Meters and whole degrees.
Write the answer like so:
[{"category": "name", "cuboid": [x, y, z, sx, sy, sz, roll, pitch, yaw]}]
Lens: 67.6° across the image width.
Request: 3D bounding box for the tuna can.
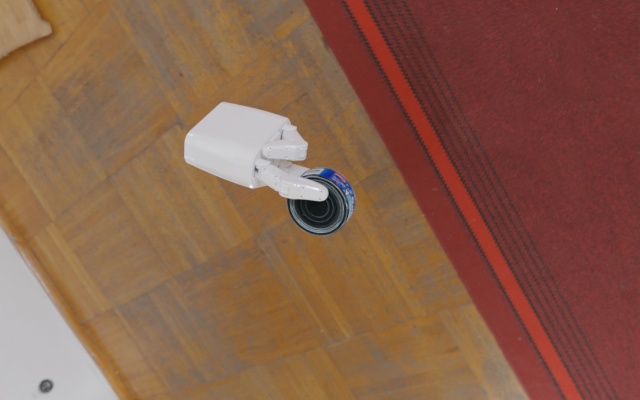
[{"category": "tuna can", "cuboid": [0.000, 0.002, 0.618, 0.086, 0.086, 0.033, 0, 22, 21]}]
